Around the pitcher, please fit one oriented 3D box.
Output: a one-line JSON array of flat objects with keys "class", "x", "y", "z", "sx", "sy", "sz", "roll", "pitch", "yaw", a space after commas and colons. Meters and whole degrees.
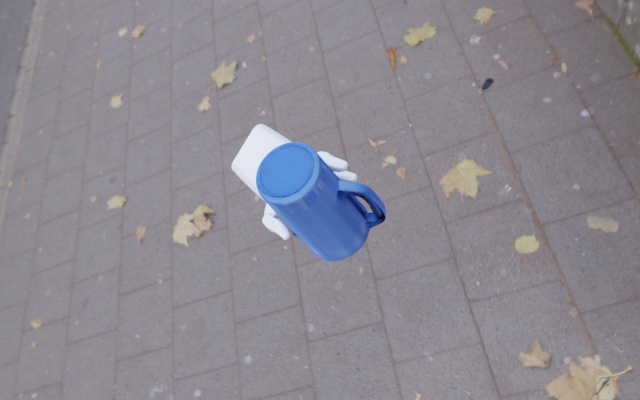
[{"class": "pitcher", "x": 0.000, "y": 0.003, "z": 0.812, "sx": 0.145, "sy": 0.149, "sz": 0.243, "roll": 39, "pitch": -5, "yaw": 32}]
